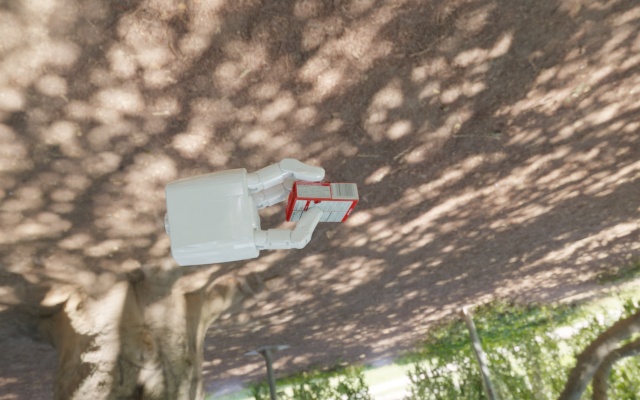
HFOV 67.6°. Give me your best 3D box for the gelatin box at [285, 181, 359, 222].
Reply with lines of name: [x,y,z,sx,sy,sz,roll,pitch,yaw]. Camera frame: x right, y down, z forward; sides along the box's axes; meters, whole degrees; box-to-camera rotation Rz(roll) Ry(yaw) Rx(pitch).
gelatin box: [0.000,0.003,0.655,0.089,0.030,0.073,1,-26,-13]
